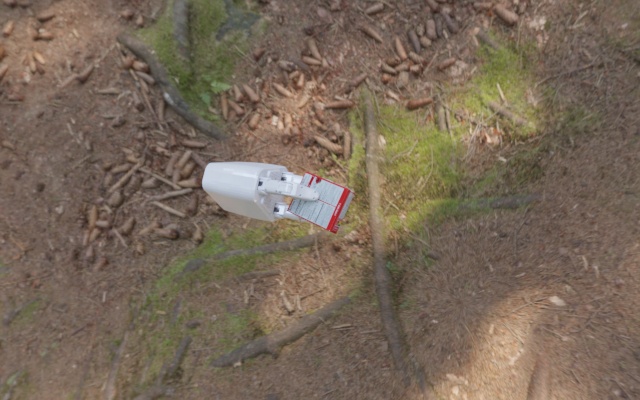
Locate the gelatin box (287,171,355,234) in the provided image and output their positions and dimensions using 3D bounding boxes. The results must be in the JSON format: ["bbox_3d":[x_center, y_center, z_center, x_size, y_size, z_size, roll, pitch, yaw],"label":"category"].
[{"bbox_3d":[0.000,0.003,0.764,0.089,0.073,0.030,24,-2,29],"label":"gelatin box"}]
